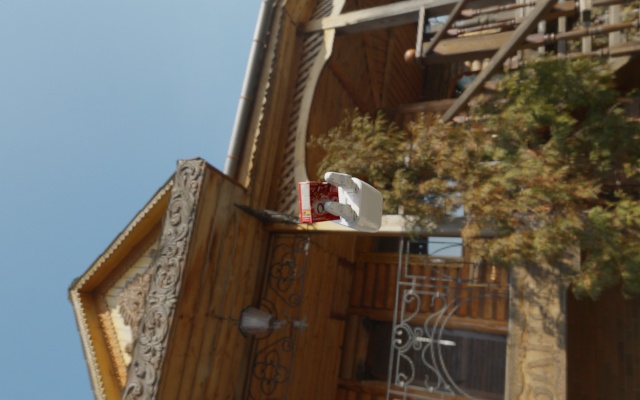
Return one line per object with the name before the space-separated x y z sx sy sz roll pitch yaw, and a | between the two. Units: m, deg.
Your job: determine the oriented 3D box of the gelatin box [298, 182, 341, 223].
gelatin box | 0.000 0.003 0.874 0.030 0.073 0.089 -3 -1 39
